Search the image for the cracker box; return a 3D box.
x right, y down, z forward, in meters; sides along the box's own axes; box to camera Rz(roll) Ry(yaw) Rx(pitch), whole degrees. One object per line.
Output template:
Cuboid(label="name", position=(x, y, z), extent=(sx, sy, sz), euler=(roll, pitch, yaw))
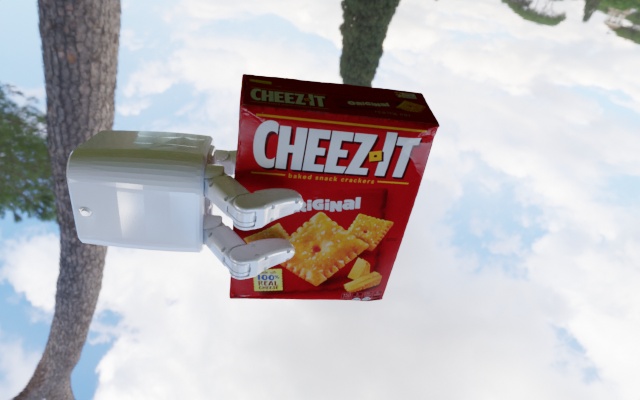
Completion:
Cuboid(label="cracker box", position=(0.000, 0.002, 0.453), extent=(0.164, 0.214, 0.072), euler=(3, 36, -10))
